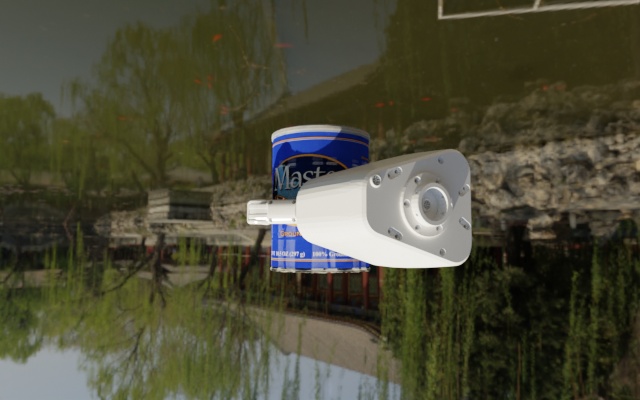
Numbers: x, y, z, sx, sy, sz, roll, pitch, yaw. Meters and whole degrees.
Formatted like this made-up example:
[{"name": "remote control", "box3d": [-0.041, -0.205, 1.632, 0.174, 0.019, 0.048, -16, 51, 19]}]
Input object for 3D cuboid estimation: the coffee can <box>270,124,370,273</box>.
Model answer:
[{"name": "coffee can", "box3d": [0.000, 0.001, 0.495, 0.103, 0.140, 0.103, 0, -5, 0]}]
